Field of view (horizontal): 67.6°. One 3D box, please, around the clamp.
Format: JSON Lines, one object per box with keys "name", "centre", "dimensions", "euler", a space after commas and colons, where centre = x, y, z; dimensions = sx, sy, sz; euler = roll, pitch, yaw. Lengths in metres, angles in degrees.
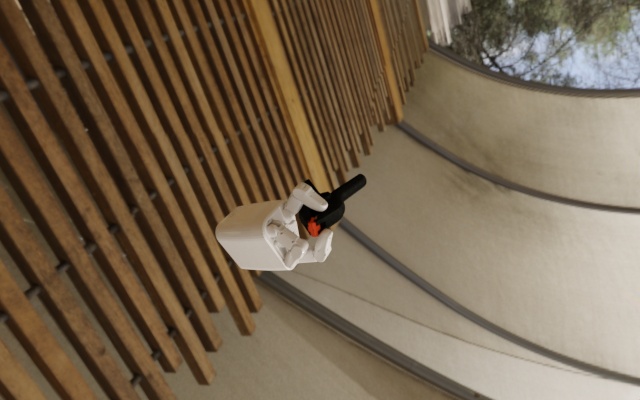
{"name": "clamp", "centre": [0.000, 0.003, 0.826], "dimensions": [0.120, 0.039, 0.171], "euler": [-6, 26, 30]}
